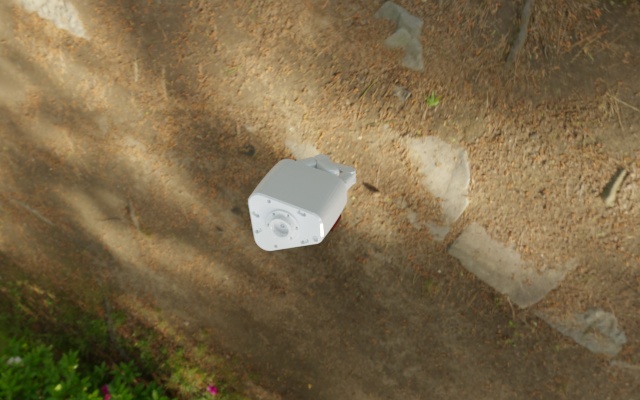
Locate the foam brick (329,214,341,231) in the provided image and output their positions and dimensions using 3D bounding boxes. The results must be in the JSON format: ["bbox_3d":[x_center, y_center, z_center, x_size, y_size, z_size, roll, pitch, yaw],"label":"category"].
[{"bbox_3d":[0.000,0.003,0.757,0.053,0.078,0.051,5,30,18],"label":"foam brick"}]
